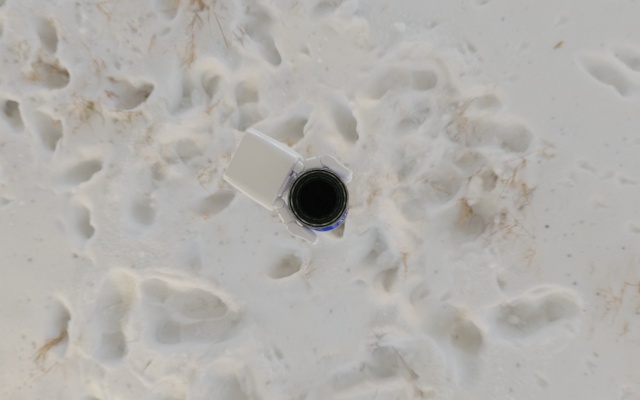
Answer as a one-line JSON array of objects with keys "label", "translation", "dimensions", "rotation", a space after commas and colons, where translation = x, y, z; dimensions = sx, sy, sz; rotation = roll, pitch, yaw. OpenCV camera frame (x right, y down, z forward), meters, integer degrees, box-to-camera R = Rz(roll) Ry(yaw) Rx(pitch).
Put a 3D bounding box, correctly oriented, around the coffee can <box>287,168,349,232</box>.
[{"label": "coffee can", "translation": [0.000, 0.003, 0.855], "dimensions": [0.103, 0.103, 0.140], "rotation": [0, -6, 3]}]
